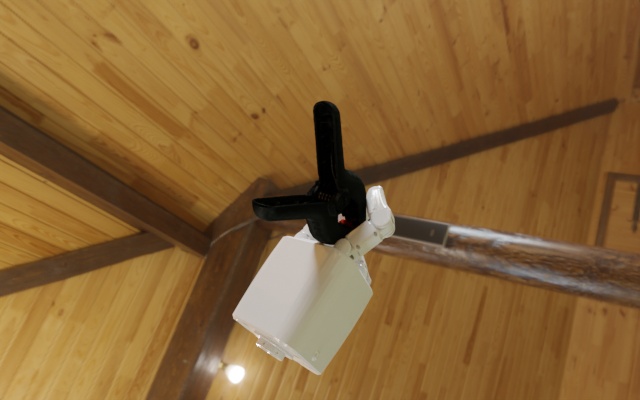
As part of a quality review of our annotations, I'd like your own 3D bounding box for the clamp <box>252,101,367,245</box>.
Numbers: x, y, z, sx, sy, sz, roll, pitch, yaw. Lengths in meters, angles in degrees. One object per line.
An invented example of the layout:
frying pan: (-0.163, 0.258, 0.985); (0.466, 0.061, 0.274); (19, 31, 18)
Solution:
clamp: (0.000, 0.001, 0.465); (0.039, 0.120, 0.172); (29, -21, 38)
